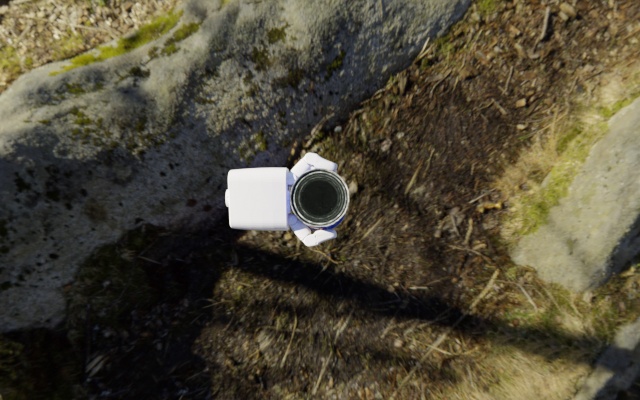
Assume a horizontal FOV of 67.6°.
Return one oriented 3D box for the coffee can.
[{"bbox_3d":[0.000,0.003,0.882,0.103,0.103,0.140,0,-6,1],"label":"coffee can"}]
